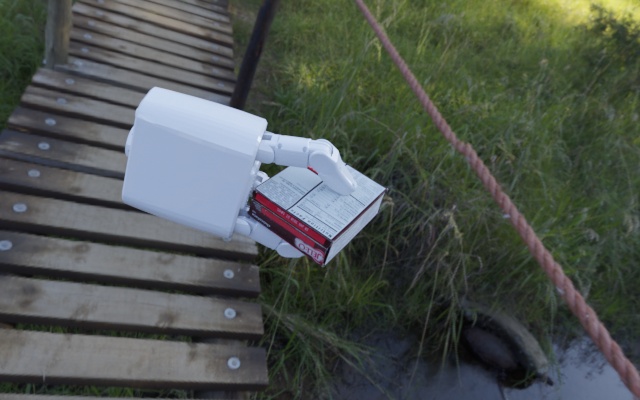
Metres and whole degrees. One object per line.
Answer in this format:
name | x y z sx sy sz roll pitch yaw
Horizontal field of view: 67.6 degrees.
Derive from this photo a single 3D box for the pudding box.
pudding box | 0.000 0.001 0.461 0.090 0.039 0.113 34 43 16
